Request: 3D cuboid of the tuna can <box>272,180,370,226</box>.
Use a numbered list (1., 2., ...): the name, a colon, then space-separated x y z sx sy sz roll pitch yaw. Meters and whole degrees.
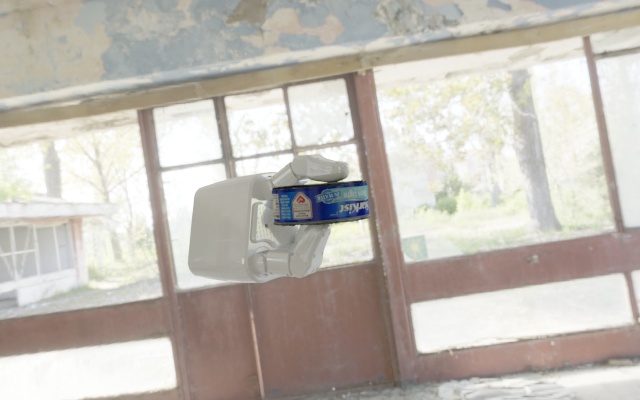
1. tuna can: 0.000 0.001 0.422 0.086 0.034 0.086 -4 2 0
